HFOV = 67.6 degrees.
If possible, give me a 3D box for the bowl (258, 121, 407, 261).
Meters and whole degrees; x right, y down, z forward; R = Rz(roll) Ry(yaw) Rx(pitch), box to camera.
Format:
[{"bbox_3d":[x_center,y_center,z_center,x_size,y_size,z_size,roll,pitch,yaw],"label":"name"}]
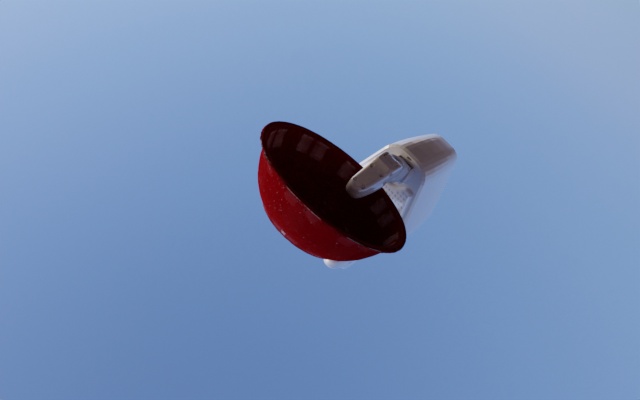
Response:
[{"bbox_3d":[-0.001,0.002,0.434,0.055,0.162,0.162,-49,-25,24],"label":"bowl"}]
